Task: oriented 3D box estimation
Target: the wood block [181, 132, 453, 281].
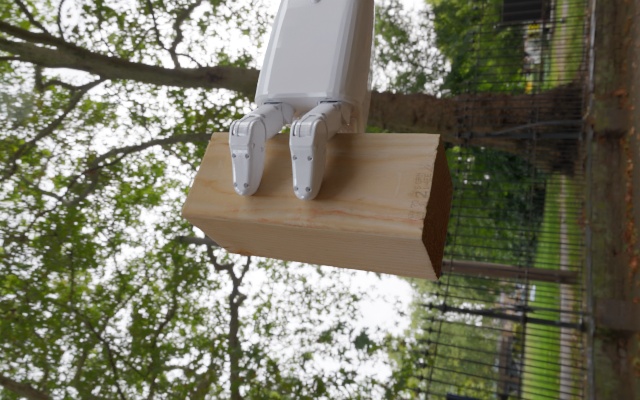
[{"bbox_3d":[0.000,0.001,0.414,0.206,0.090,0.091,4,-26,25],"label":"wood block"}]
